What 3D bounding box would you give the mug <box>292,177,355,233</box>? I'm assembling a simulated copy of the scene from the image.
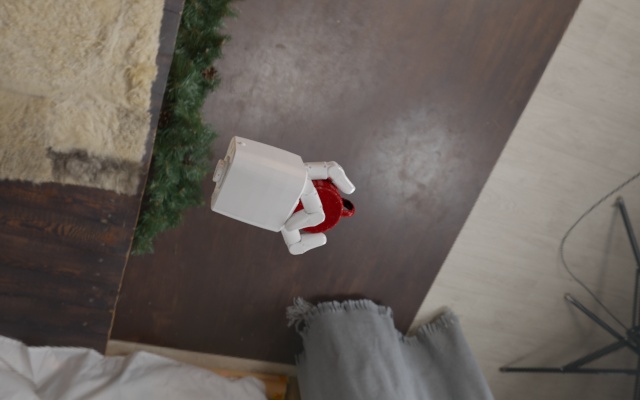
[{"bbox_3d":[0.001,0.003,0.758,0.117,0.093,0.081,17,21,-18],"label":"mug"}]
